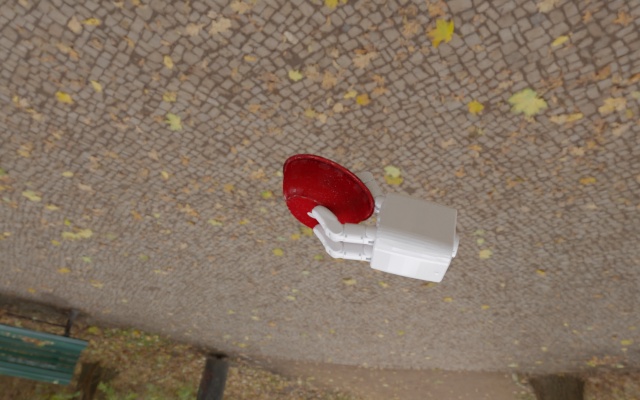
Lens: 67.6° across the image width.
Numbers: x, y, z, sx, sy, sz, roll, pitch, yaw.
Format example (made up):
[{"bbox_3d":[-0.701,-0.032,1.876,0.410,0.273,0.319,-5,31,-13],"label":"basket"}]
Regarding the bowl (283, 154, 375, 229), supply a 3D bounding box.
[{"bbox_3d":[-0.001,0.002,0.741,0.162,0.055,0.162,23,-29,14],"label":"bowl"}]
